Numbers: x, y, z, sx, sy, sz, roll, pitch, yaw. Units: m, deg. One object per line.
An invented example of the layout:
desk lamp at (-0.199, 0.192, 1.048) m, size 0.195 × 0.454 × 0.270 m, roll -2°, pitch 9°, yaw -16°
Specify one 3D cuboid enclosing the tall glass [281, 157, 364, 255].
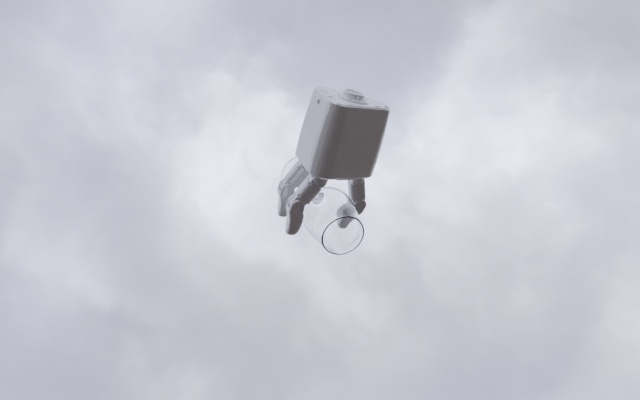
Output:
tall glass at (0.000, 0.002, 0.729) m, size 0.079 × 0.079 × 0.201 m, roll 0°, pitch 28°, yaw -21°
